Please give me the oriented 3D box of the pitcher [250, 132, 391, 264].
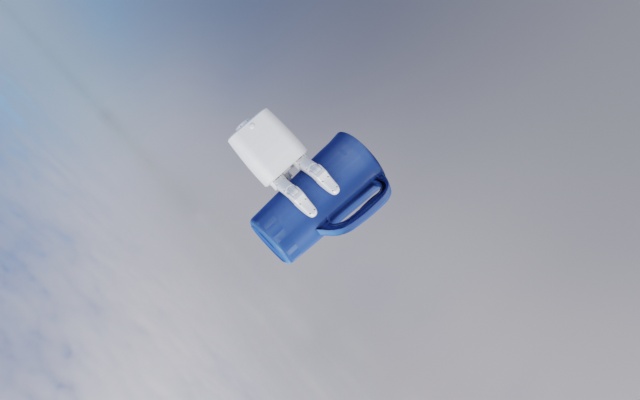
[{"bbox_3d":[0.000,0.003,0.865,0.243,0.145,0.149,-43,5,-12],"label":"pitcher"}]
